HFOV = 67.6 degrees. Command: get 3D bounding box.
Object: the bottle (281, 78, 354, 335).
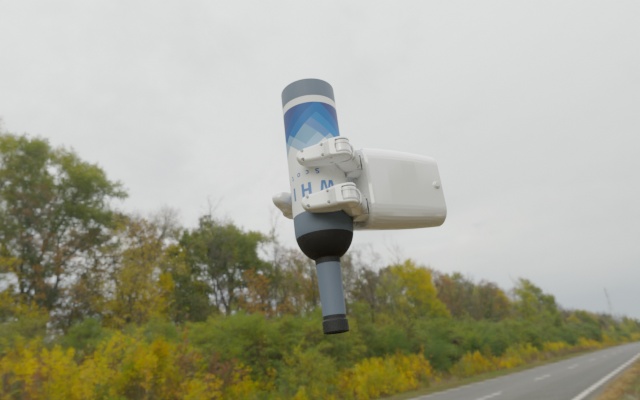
[{"bbox_3d":[0.000,0.002,0.551,0.069,0.295,0.069,-6,-20,-2],"label":"bottle"}]
